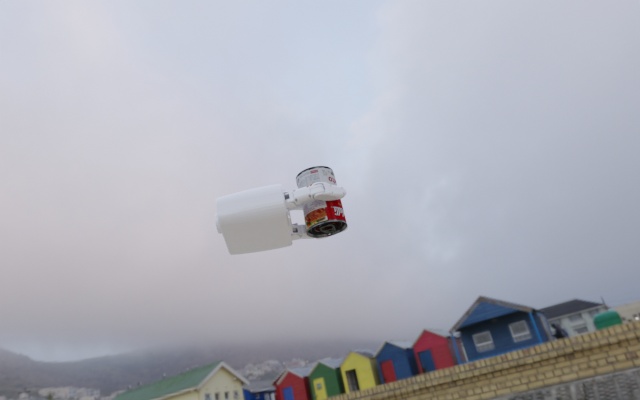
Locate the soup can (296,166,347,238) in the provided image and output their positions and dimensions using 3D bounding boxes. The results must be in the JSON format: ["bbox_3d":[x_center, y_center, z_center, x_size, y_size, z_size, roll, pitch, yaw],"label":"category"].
[{"bbox_3d":[0.001,0.002,0.792,0.068,0.102,0.068,-11,-24,-5],"label":"soup can"}]
